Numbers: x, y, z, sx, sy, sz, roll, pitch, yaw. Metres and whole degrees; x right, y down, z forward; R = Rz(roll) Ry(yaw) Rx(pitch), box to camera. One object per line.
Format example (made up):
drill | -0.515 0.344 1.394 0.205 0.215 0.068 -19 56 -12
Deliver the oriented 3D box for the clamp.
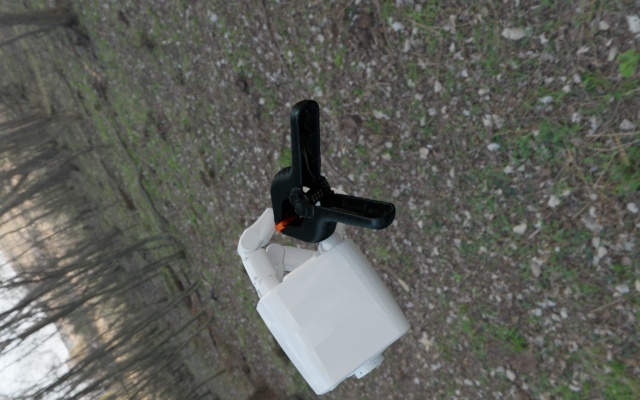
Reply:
clamp | -0.001 0.002 0.432 0.039 0.120 0.171 -28 -17 -26
